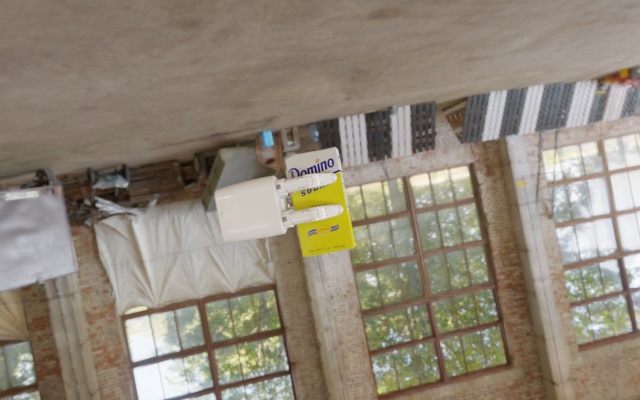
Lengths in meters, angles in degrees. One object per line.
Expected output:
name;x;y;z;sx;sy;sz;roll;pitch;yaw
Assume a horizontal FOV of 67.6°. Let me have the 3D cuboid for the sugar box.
sugar box;0.000;0.003;0.828;0.093;0.176;0.048;-12;0;8
